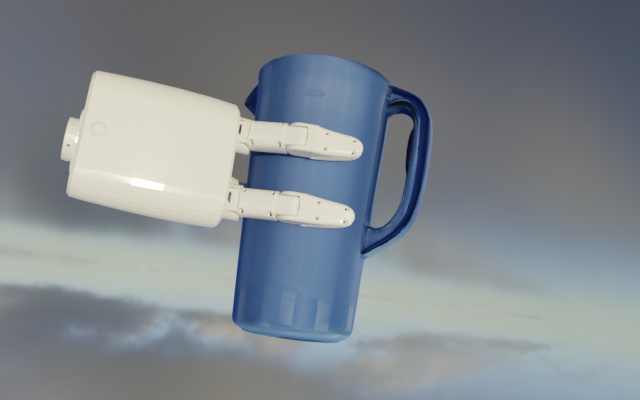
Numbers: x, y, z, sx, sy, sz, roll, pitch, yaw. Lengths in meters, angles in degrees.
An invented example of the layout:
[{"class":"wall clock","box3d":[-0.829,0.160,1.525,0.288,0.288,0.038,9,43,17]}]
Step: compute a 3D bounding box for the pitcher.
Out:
[{"class":"pitcher","box3d":[0.000,0.001,0.441,0.145,0.242,0.149,13,-12,-27]}]
